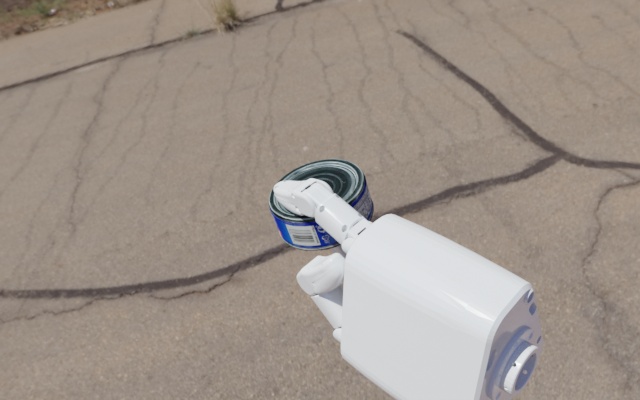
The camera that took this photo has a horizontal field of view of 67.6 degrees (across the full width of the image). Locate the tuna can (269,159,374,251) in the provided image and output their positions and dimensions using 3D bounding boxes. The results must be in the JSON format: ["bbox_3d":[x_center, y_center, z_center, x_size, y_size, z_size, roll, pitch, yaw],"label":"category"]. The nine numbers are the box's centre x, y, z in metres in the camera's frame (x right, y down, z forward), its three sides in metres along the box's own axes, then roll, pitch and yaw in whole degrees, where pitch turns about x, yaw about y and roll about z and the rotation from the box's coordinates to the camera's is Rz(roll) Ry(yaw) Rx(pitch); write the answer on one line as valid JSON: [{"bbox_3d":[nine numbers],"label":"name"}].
[{"bbox_3d":[0.000,0.001,0.406,0.086,0.034,0.086,-12,36,9],"label":"tuna can"}]
